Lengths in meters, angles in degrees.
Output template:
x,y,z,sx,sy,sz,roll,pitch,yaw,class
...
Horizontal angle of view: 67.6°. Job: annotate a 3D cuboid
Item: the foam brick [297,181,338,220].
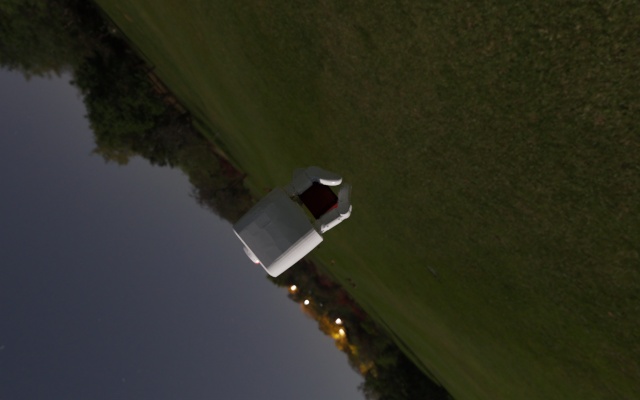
x,y,z,sx,sy,sz,roll,pitch,yaw,class
0.000,0.003,0.832,0.051,0.053,0.078,-39,-19,-3,foam brick
